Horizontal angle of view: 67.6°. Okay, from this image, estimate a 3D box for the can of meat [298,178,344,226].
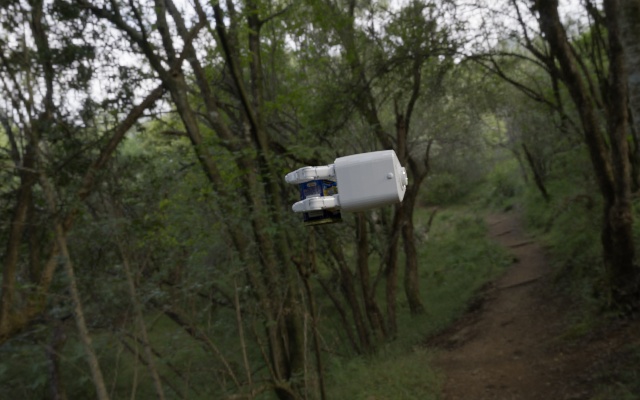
[{"bbox_3d":[0.000,0.003,0.897,0.057,0.084,0.102,-10,-5,20],"label":"can of meat"}]
